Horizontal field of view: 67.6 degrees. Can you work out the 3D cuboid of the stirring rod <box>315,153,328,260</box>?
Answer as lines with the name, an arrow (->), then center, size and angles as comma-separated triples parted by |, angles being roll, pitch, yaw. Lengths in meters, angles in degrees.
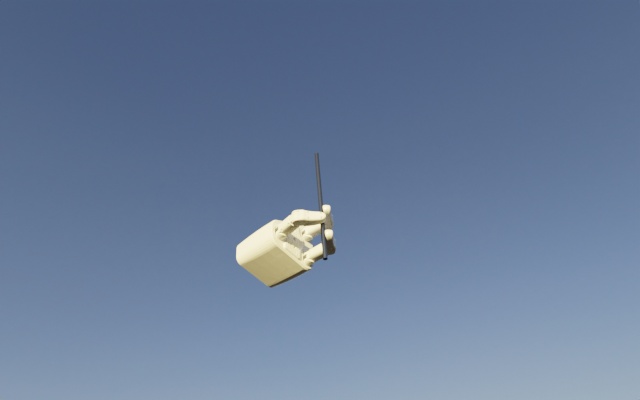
stirring rod -> 0.000, 0.003, 0.871 | 0.011, 0.239, 0.011 | -3, -38, -2
